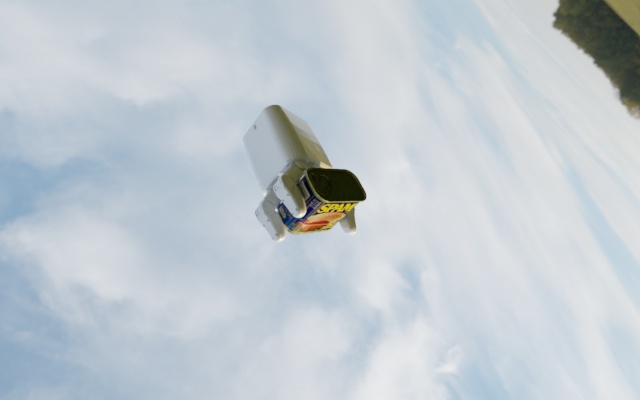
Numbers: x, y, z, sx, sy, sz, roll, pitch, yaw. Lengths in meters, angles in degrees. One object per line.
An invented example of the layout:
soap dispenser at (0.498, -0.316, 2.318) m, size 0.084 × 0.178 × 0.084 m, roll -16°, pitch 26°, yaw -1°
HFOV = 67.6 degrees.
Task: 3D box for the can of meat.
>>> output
can of meat at (0.000, 0.002, 0.673) m, size 0.102 × 0.057 × 0.084 m, roll -1°, pitch -35°, yaw -46°
